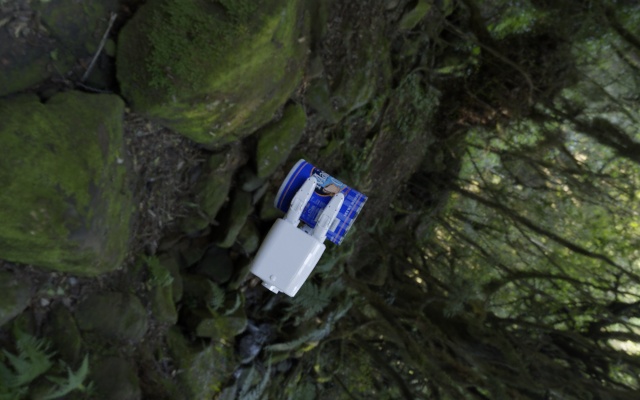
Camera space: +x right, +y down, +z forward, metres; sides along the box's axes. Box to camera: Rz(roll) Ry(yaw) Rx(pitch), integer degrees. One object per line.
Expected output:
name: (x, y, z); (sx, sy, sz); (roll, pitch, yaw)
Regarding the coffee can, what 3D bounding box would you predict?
coffee can: (0.000, 0.003, 0.873); (0.140, 0.103, 0.103); (31, 3, 5)
